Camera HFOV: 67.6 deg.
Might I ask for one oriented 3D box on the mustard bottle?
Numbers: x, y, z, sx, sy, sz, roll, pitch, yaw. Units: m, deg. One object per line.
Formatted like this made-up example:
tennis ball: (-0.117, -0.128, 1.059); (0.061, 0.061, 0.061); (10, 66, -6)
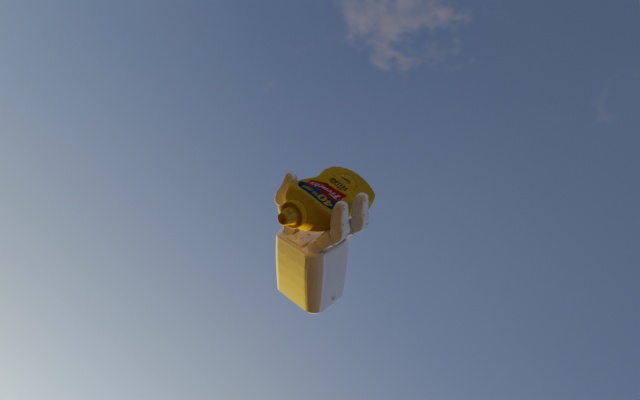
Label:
mustard bottle: (0.000, 0.002, 0.735); (0.096, 0.058, 0.191); (38, 34, 20)
